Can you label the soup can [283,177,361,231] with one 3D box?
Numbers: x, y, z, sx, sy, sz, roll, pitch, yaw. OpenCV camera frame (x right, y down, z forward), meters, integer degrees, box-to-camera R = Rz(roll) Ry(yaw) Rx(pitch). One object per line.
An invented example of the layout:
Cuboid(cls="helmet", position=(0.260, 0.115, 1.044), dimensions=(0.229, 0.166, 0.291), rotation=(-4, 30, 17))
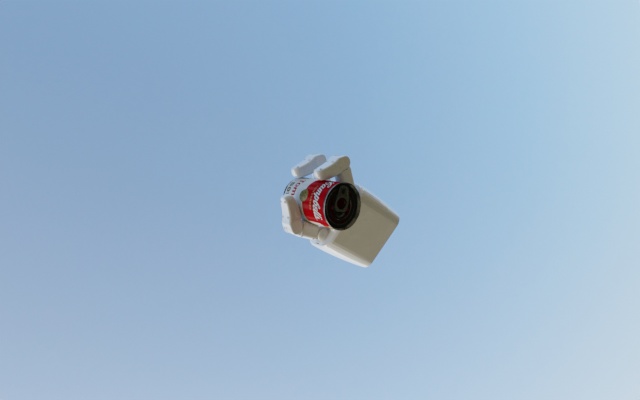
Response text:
Cuboid(cls="soup can", position=(0.000, 0.002, 0.698), dimensions=(0.068, 0.068, 0.102), rotation=(0, 7, -39))
